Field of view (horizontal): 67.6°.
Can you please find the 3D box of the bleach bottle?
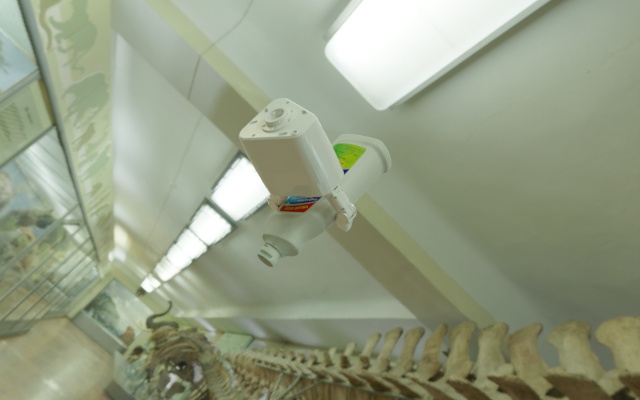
[{"bbox_3d":[0.000,0.002,0.734,0.102,0.250,0.068,18,-33,40],"label":"bleach bottle"}]
